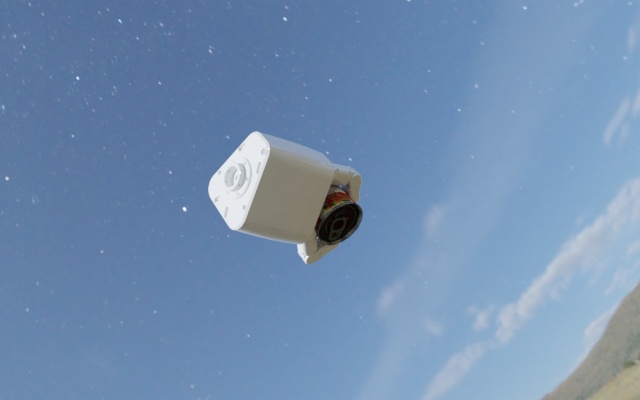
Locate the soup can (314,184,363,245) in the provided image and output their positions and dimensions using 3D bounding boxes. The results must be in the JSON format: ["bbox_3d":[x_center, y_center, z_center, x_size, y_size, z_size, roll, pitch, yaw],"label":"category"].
[{"bbox_3d":[0.000,0.002,0.642,0.068,0.068,0.102,0,35,-39],"label":"soup can"}]
